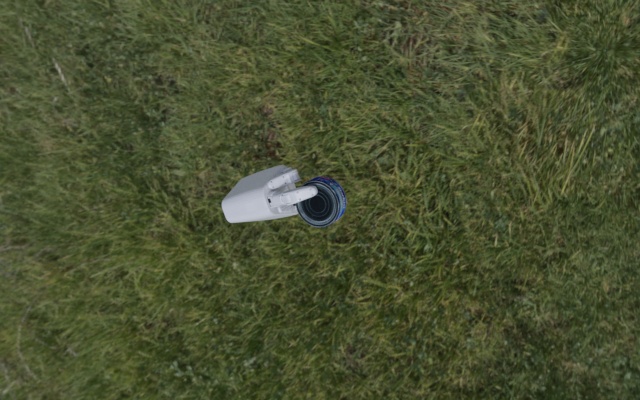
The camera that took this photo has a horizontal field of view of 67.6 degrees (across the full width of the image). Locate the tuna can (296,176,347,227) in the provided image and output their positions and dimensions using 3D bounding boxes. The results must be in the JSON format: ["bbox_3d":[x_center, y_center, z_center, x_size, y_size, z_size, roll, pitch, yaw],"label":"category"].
[{"bbox_3d":[0.000,0.003,0.829,0.086,0.086,0.033,0,14,25],"label":"tuna can"}]
